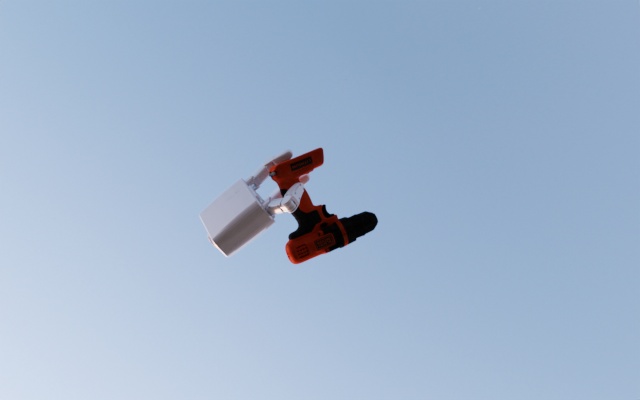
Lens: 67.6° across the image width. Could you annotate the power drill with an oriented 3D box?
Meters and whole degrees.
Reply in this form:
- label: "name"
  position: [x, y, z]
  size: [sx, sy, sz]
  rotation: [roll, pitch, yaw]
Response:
- label: "power drill"
  position: [0.000, 0.003, 0.871]
  size: [0.184, 0.187, 0.057]
  rotation: [-22, 4, -17]
